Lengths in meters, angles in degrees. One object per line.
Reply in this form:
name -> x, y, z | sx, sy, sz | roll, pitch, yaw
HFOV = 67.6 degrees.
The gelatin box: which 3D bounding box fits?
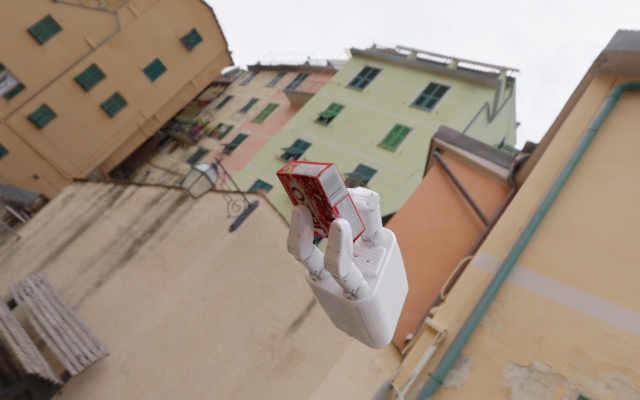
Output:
gelatin box -> 0.000, 0.001, 0.511 | 0.030, 0.089, 0.073 | -41, 30, -27
